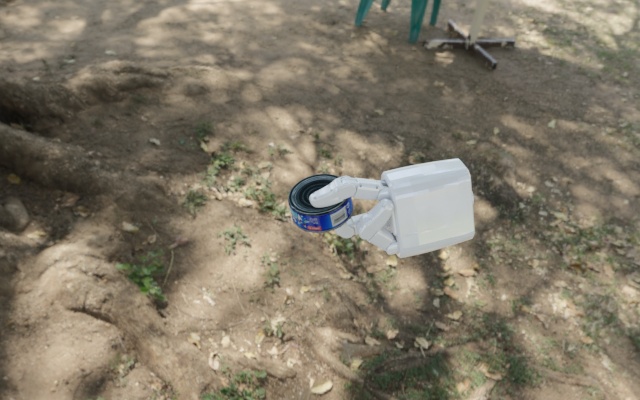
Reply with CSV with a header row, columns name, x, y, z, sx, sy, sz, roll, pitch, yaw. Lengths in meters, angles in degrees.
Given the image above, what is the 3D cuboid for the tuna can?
name,x,y,z,sx,sy,sz,roll,pitch,yaw
tuna can,0.000,0.002,0.643,0.086,0.034,0.086,-7,41,6
